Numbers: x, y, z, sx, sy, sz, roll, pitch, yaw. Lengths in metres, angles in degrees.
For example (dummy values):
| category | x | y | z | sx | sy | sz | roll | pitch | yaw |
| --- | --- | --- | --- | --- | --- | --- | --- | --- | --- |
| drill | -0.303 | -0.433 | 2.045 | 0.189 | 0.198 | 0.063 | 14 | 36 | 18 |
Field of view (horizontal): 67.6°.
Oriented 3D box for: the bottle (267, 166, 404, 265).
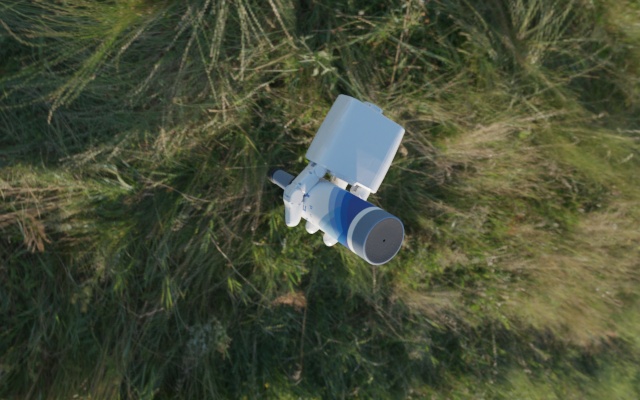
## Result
| category | x | y | z | sx | sy | sz | roll | pitch | yaw |
| --- | --- | --- | --- | --- | --- | --- | --- | --- | --- |
| bottle | 0.000 | 0.002 | 0.708 | 0.069 | 0.069 | 0.295 | 0 | 19 | -35 |
